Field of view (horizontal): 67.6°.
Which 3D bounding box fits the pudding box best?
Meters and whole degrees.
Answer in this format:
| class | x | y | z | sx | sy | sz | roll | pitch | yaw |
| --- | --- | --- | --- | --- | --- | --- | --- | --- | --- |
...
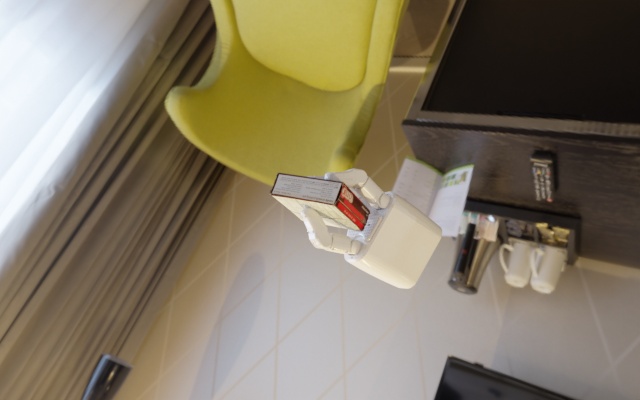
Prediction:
| class | x | y | z | sx | sy | sz | roll | pitch | yaw |
| --- | --- | --- | --- | --- | --- | --- | --- | --- | --- |
| pudding box | 0.000 | 0.002 | 0.659 | 0.113 | 0.039 | 0.090 | 8 | -22 | 34 |
